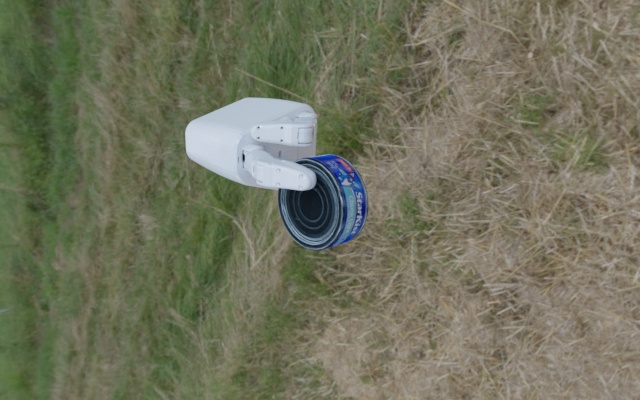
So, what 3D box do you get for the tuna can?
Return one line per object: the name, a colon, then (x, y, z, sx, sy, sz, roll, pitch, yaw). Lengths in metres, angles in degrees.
tuna can: (0.000, 0.002, 0.437, 0.086, 0.086, 0.034, 0, 9, 44)
